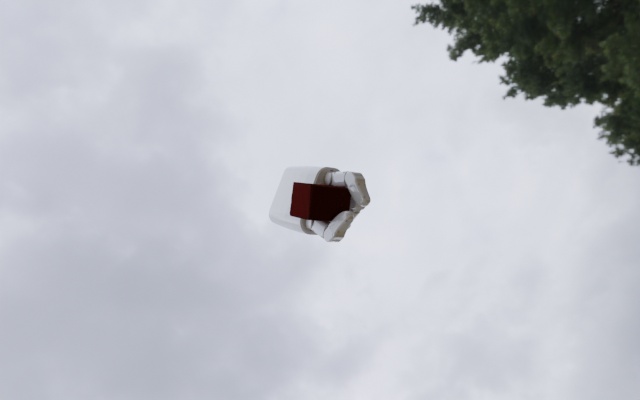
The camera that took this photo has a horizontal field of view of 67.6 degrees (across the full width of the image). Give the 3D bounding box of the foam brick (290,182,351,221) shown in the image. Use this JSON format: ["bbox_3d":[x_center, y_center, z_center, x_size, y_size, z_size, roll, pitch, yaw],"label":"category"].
[{"bbox_3d":[0.000,0.002,0.717,0.078,0.053,0.051,5,4,-38],"label":"foam brick"}]
